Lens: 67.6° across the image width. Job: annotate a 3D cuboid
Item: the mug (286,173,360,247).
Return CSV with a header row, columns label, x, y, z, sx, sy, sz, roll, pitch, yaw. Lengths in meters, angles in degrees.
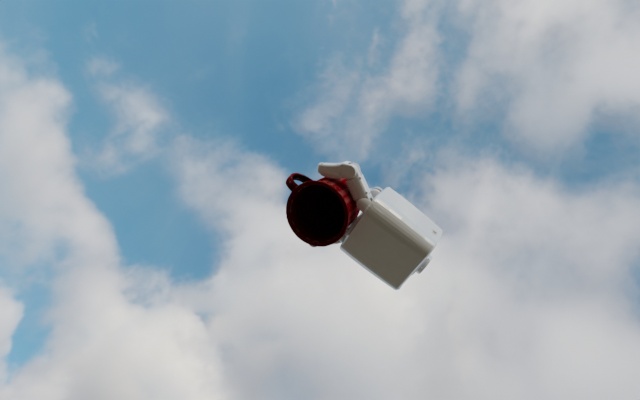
label,x,y,z,sx,sy,sz,roll,pitch,yaw
mug,-0.001,0.001,0.687,0.117,0.093,0.081,39,24,9
